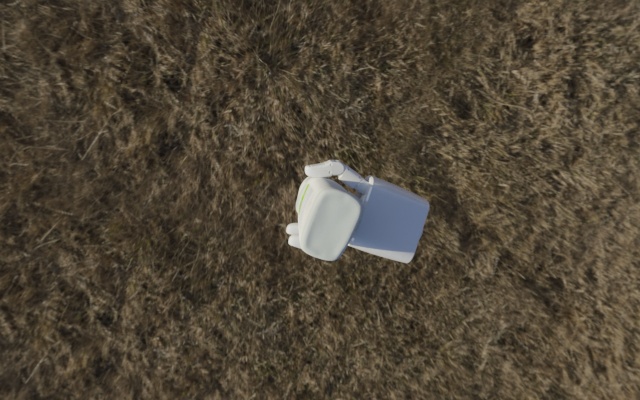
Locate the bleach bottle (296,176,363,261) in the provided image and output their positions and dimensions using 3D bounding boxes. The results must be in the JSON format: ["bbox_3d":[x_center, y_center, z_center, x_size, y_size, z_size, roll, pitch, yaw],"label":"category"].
[{"bbox_3d":[0.000,0.003,0.746,0.068,0.102,0.250,21,12,-11],"label":"bleach bottle"}]
